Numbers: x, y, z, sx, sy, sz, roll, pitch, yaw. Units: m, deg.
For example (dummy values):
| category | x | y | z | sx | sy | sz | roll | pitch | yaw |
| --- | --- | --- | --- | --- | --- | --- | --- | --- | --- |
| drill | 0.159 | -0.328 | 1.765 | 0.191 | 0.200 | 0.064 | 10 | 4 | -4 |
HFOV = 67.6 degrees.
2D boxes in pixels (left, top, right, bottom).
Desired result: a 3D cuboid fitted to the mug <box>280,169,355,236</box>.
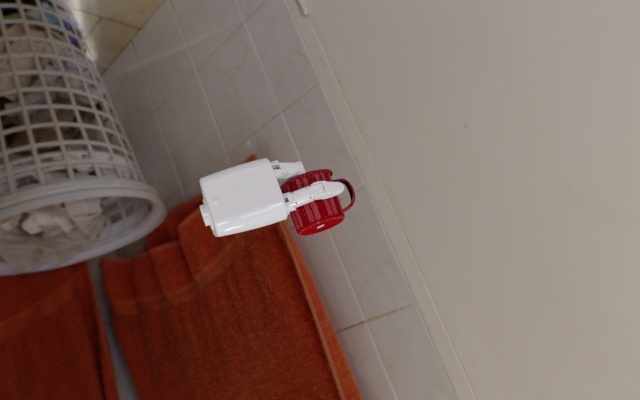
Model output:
| category | x | y | z | sx | sy | sz | roll | pitch | yaw |
| --- | --- | --- | --- | --- | --- | --- | --- | --- | --- |
| mug | 0.002 | 0.002 | 0.771 | 0.117 | 0.081 | 0.093 | -17 | -14 | -14 |
